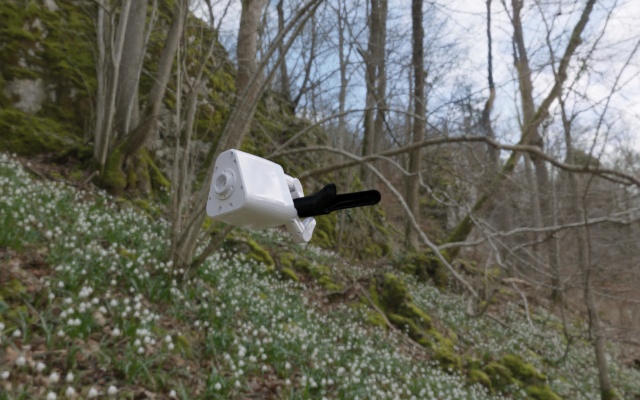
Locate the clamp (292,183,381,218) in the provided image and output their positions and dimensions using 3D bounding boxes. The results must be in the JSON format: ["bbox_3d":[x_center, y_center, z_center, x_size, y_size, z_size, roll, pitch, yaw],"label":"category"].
[{"bbox_3d":[0.000,0.002,0.788,0.171,0.039,0.120,-16,-22,34],"label":"clamp"}]
